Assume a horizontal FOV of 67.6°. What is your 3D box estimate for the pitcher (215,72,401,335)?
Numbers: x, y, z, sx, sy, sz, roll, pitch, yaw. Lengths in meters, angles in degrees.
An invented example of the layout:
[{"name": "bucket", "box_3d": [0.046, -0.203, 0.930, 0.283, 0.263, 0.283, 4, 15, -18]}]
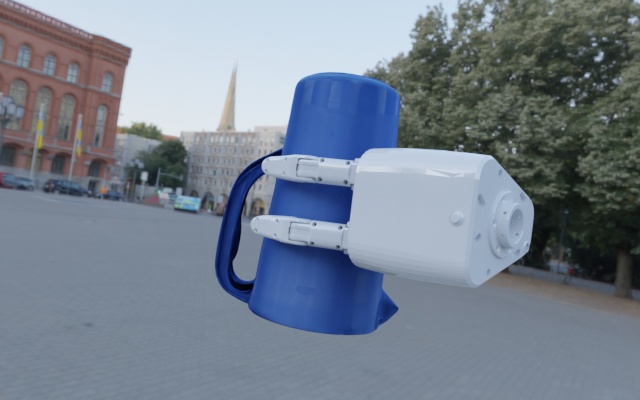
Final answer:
[{"name": "pitcher", "box_3d": [0.000, 0.002, 0.482, 0.145, 0.243, 0.149, 7, -2, 45]}]
